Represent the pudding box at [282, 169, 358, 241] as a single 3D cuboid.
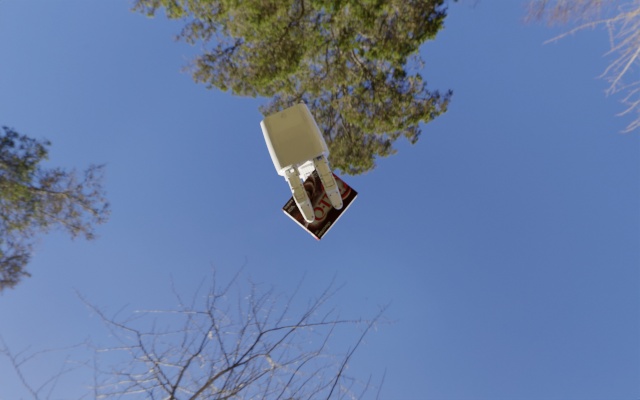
[{"bbox_3d":[0.000,0.003,0.870,0.090,0.113,0.039,39,-4,8],"label":"pudding box"}]
